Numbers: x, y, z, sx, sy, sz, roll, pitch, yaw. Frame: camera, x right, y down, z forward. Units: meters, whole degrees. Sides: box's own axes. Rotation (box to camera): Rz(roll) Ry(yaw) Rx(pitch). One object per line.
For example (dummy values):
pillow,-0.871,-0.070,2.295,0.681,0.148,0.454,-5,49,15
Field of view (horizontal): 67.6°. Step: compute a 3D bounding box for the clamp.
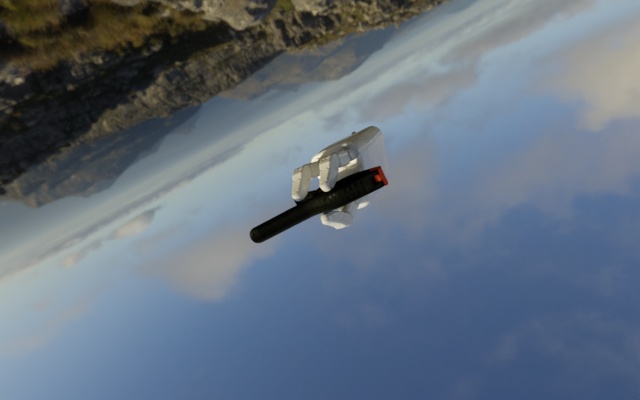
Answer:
clamp,0.001,0.003,0.712,0.210,0.036,0.164,-20,12,36
